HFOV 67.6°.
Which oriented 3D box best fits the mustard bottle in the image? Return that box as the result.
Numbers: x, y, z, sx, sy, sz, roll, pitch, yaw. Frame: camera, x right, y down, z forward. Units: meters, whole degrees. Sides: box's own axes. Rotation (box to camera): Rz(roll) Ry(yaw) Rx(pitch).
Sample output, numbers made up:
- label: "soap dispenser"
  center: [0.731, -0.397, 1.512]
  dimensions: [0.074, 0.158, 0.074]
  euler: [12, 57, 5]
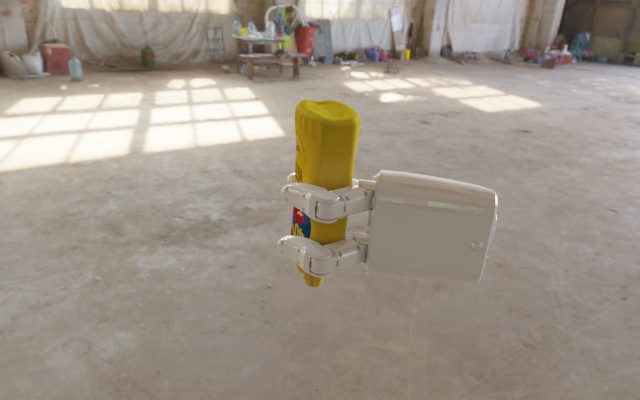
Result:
- label: "mustard bottle"
  center: [0.000, 0.001, 0.480]
  dimensions: [0.058, 0.192, 0.096]
  euler: [-2, 24, -15]
